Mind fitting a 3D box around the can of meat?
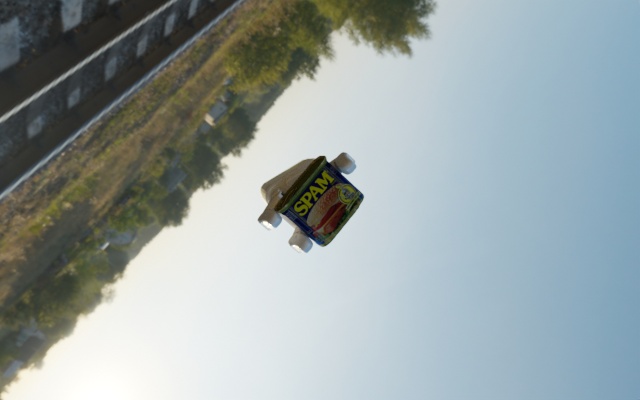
[{"bbox_3d":[0.000,0.002,0.671,0.084,0.102,0.057,42,-7,-15],"label":"can of meat"}]
